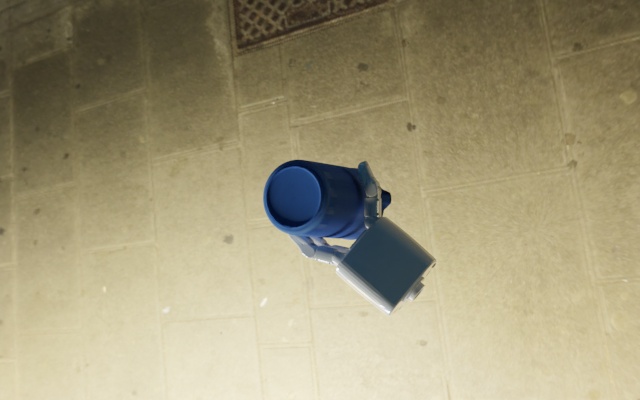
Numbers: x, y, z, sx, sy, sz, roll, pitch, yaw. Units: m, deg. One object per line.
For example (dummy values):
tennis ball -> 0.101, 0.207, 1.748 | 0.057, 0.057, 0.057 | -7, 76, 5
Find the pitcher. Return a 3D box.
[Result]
pitcher -> 0.000, 0.003, 0.782 | 0.145, 0.149, 0.243 | 43, 14, 20
